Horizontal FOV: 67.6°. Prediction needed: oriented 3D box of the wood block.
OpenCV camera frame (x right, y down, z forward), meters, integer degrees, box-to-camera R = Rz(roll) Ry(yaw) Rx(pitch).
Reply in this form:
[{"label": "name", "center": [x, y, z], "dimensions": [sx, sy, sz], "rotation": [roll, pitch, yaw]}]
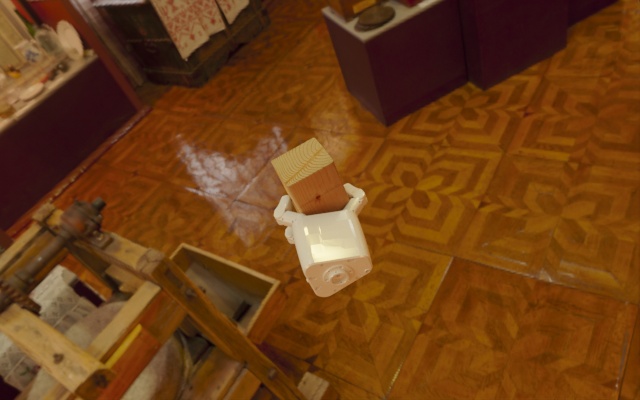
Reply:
[{"label": "wood block", "center": [0.001, 0.003, 0.876], "dimensions": [0.091, 0.206, 0.090], "rotation": [-29, 42, -5]}]
